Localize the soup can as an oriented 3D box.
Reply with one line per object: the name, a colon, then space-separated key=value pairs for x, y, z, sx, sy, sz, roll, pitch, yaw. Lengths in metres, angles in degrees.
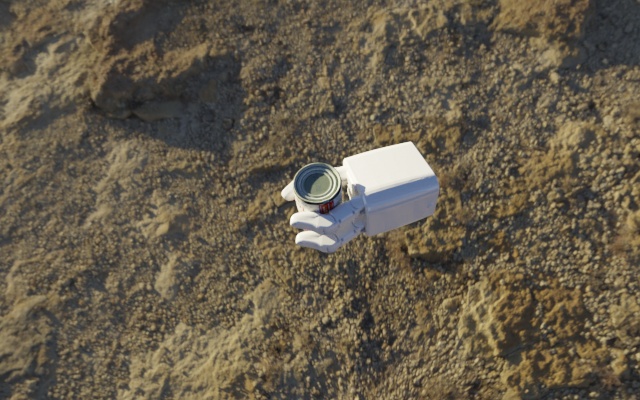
soup can: x=0.000 y=0.002 z=0.676 sx=0.068 sy=0.068 sz=0.102 roll=0 pitch=-31 yaw=6
